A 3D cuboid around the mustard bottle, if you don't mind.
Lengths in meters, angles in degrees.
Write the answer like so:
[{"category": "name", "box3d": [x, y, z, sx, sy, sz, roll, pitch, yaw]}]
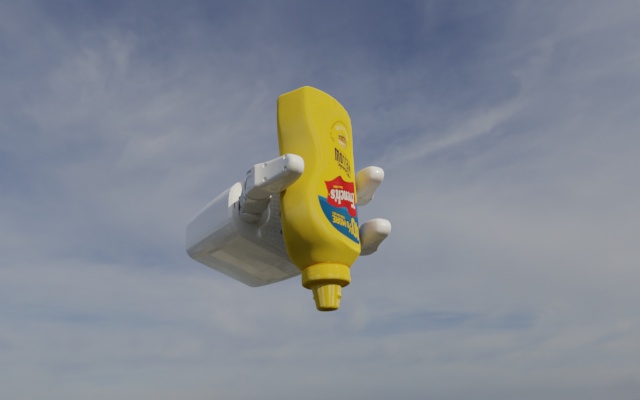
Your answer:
[{"category": "mustard bottle", "box3d": [0.000, 0.001, 0.426, 0.058, 0.191, 0.096, -14, -26, 23]}]
